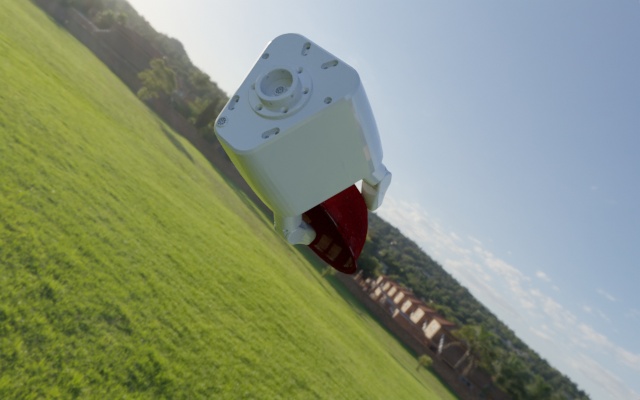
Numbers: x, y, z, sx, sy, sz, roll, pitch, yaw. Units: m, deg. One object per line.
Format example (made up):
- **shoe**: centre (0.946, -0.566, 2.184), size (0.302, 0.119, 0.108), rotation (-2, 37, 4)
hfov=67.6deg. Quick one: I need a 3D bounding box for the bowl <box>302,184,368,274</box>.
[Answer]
- **bowl**: centre (0.000, 0.002, 0.518), size (0.055, 0.162, 0.162), rotation (-40, 14, -17)
